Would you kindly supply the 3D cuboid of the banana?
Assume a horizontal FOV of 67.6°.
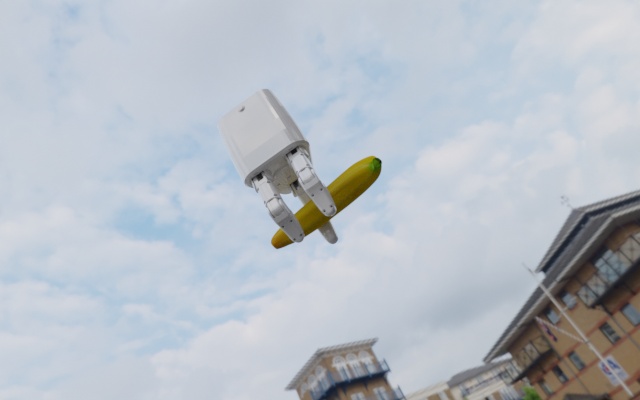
[{"bbox_3d":[0.012,-0.002,0.617,0.198,0.037,0.069,-41,-16,30],"label":"banana"}]
